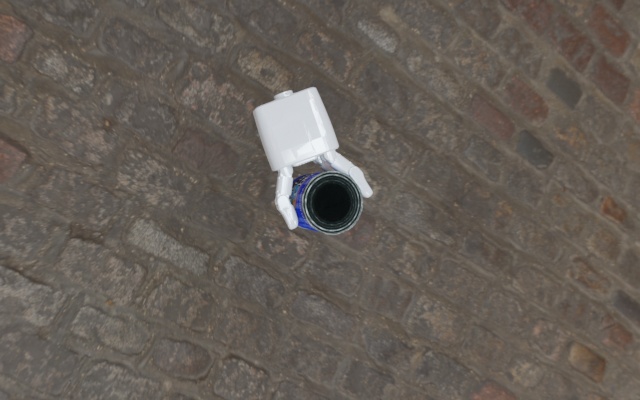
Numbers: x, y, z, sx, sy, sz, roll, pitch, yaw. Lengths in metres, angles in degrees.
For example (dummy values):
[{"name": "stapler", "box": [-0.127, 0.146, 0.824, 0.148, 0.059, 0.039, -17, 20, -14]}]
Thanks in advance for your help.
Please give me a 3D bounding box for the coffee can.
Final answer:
[{"name": "coffee can", "box": [0.000, 0.003, 0.821, 0.103, 0.103, 0.140, 0, 1, -17]}]
